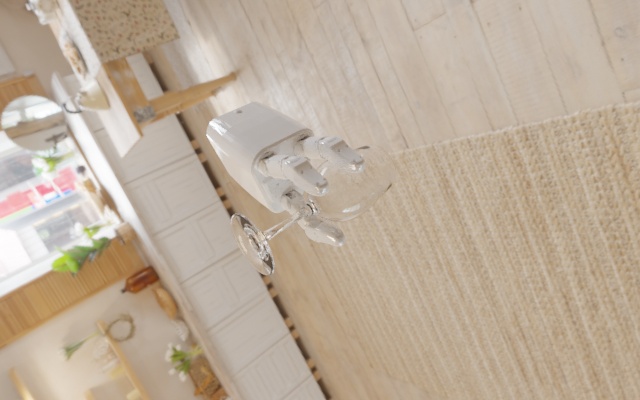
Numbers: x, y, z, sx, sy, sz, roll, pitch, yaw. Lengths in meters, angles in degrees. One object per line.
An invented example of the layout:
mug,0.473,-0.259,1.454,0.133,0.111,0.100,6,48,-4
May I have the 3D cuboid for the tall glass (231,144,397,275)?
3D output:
tall glass,0.000,0.002,0.552,0.201,0.079,0.079,-31,17,-30
